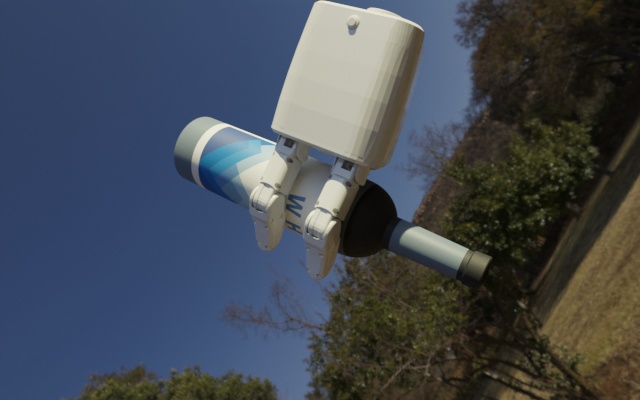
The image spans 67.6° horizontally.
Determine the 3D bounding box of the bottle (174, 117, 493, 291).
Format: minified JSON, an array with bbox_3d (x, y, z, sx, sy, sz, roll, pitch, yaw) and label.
[{"bbox_3d":[0.000,0.001,0.415,0.295,0.069,0.069,24,11,26],"label":"bottle"}]
